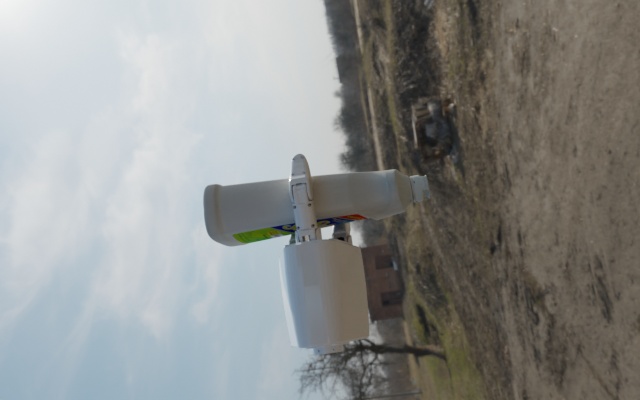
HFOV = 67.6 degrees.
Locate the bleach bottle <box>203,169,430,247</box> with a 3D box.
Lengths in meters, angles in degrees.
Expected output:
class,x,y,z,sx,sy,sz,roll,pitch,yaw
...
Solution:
class,x,y,z,sx,sy,sz,roll,pitch,yaw
bleach bottle,0.000,0.002,0.559,0.251,0.068,0.102,-9,-15,7
